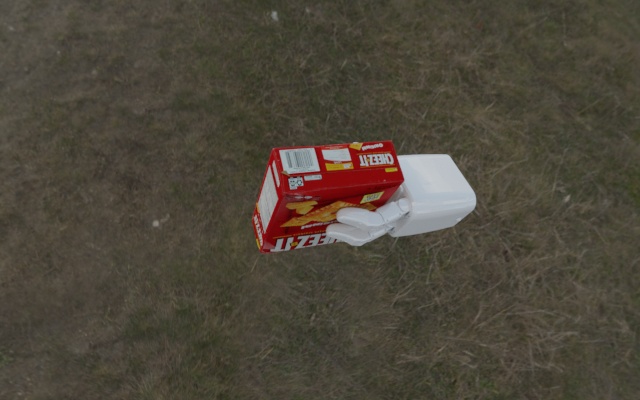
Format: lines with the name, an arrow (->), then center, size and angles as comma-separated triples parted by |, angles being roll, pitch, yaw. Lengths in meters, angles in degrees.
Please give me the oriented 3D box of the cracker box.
cracker box -> 0.000, 0.002, 0.681 | 0.164, 0.072, 0.214 | -6, -24, -18
